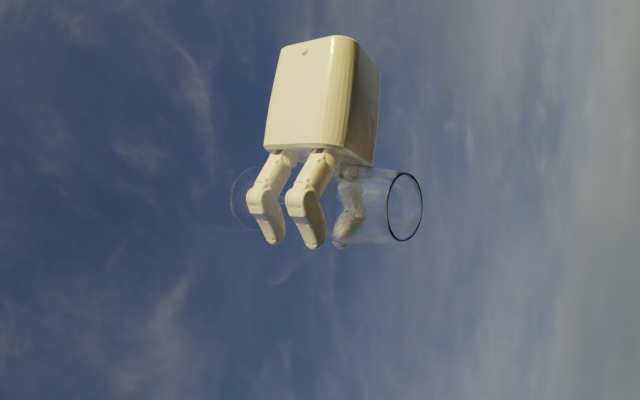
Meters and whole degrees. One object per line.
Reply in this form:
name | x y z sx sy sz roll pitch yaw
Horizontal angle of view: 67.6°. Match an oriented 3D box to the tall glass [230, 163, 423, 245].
tall glass | 0.000 0.002 0.486 0.201 0.079 0.079 4 2 41
